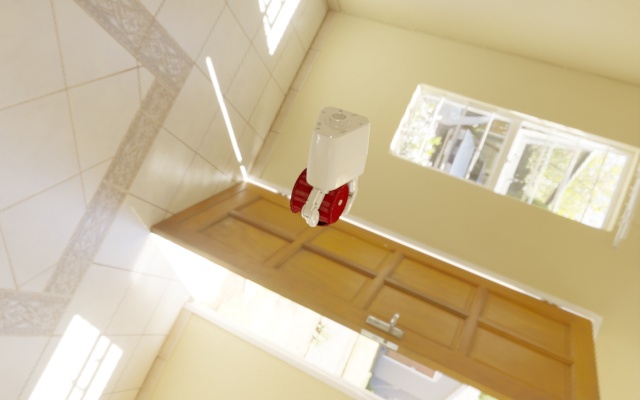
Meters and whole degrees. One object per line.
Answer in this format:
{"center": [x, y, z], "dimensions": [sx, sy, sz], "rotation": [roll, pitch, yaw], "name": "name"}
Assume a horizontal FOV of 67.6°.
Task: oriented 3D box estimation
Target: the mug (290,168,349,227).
{"center": [0.000, 0.004, 0.897], "dimensions": [0.081, 0.117, 0.093], "rotation": [21, 40, 19], "name": "mug"}
